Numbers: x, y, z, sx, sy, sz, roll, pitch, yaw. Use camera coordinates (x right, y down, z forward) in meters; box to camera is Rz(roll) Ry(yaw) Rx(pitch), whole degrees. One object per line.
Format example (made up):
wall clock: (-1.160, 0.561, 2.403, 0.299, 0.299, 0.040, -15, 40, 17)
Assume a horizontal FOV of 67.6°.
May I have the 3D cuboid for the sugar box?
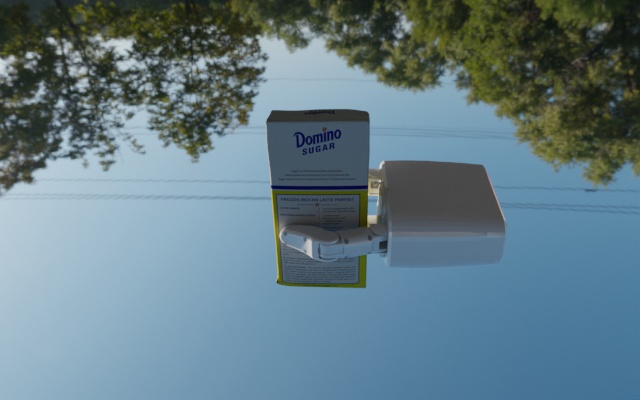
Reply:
sugar box: (0.000, 0.001, 0.464, 0.093, 0.176, 0.048, 1, 24, 3)
